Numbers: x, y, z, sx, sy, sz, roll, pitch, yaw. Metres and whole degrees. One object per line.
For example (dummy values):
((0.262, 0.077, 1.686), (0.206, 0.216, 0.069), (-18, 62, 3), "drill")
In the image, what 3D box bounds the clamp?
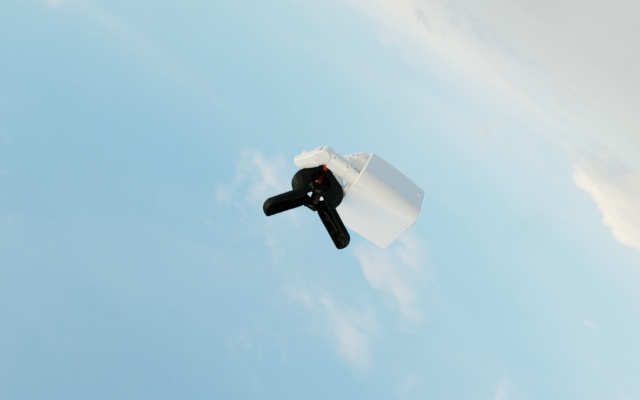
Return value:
((0.000, 0.003, 0.668), (0.120, 0.039, 0.171), (35, 32, -1), "clamp")
